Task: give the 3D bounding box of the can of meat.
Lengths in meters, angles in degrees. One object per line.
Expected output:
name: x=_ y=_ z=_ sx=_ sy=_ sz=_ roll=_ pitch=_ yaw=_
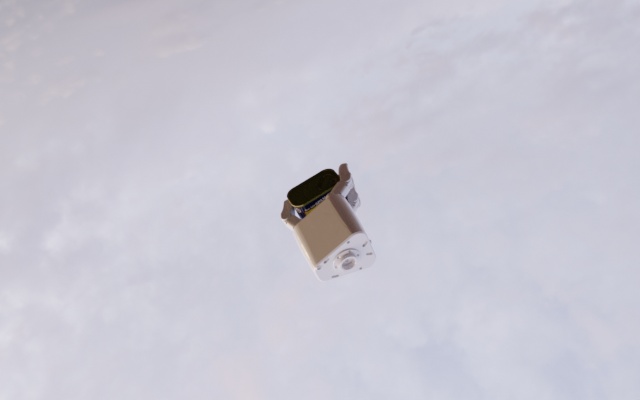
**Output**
can of meat: x=0.000 y=0.003 z=0.898 sx=0.102 sy=0.084 sz=0.057 roll=-32 pitch=41 yaw=-6
